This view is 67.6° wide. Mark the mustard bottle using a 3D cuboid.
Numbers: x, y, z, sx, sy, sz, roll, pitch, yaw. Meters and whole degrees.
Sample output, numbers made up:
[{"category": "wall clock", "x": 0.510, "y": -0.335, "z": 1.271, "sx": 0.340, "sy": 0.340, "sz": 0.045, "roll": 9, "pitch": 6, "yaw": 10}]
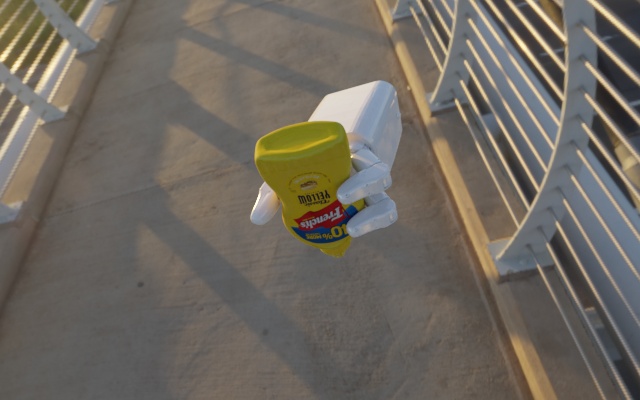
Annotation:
[{"category": "mustard bottle", "x": 0.000, "y": 0.002, "z": 0.543, "sx": 0.096, "sy": 0.058, "sz": 0.192, "roll": -12, "pitch": -45, "yaw": 8}]
